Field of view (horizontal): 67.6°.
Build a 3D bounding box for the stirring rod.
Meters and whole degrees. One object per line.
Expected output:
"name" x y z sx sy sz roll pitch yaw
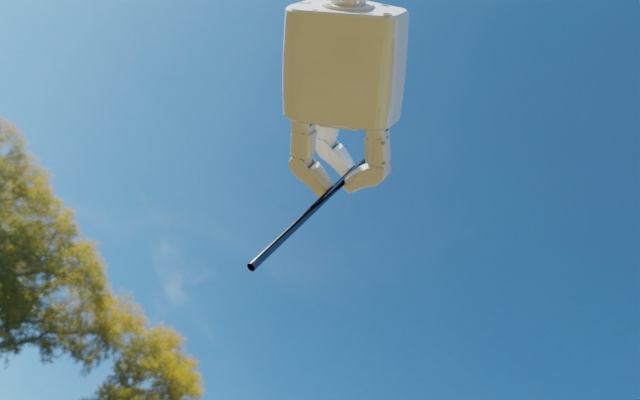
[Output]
"stirring rod" 0.000 0.002 0.493 0.011 0.011 0.239 0 27 34
